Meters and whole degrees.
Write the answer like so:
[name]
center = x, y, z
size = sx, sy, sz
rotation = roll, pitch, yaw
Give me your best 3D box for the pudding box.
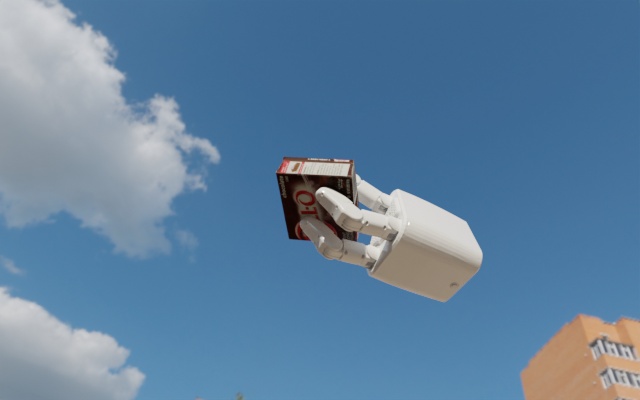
[pudding box]
center = 0.000, 0.002, 0.583
size = 0.090, 0.114, 0.039
rotation = 3, 40, 12
